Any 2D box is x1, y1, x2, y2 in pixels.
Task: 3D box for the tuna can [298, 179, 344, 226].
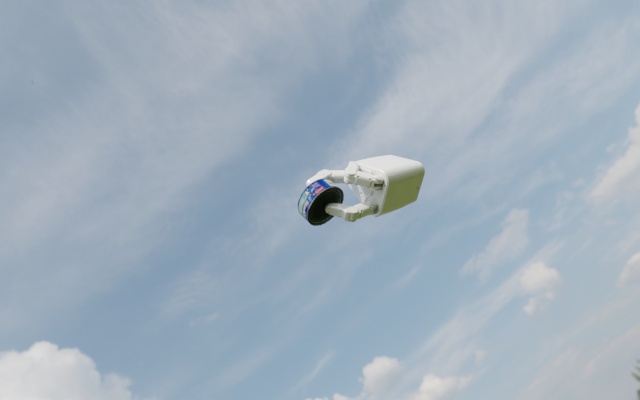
[{"bbox_3d":[0.000,0.003,0.882,0.086,0.086,0.033,0,33,-47],"label":"tuna can"}]
